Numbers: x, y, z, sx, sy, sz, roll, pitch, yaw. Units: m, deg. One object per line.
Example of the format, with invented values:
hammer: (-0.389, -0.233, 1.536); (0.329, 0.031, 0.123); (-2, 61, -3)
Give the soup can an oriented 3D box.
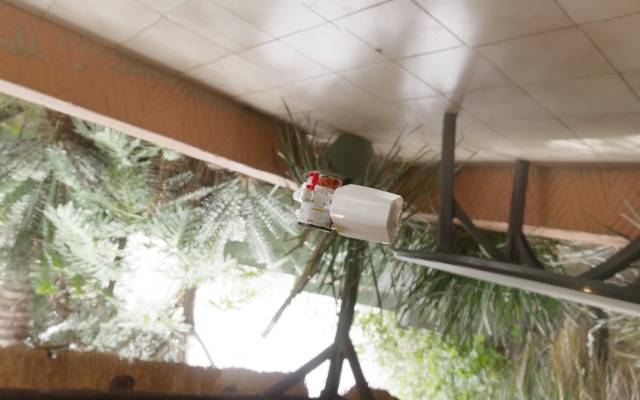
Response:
soup can: (0.000, 0.003, 0.898); (0.068, 0.102, 0.068); (14, -6, 2)
